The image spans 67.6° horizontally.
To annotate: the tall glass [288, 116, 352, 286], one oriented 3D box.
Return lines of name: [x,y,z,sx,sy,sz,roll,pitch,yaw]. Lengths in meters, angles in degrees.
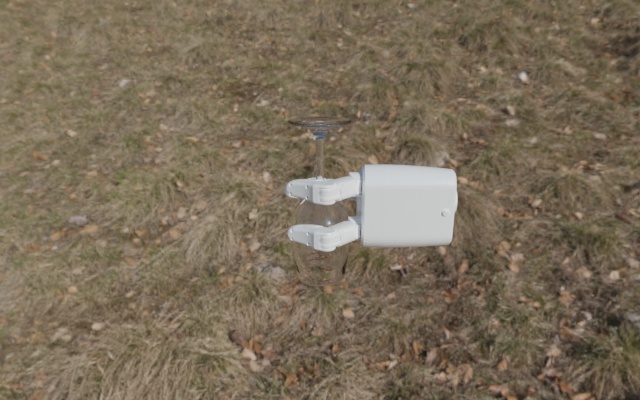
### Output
tall glass: [0.000,0.001,0.586,0.079,0.201,0.079,0,18,0]
